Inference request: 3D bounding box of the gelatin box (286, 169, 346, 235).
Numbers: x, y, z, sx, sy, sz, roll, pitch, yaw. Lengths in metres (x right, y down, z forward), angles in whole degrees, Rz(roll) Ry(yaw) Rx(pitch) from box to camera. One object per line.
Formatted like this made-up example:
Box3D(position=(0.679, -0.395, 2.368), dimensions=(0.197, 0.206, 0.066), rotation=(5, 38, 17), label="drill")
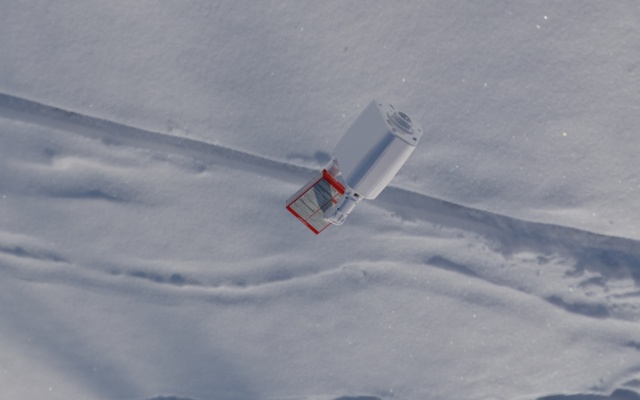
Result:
Box3D(position=(0.000, 0.003, 0.771), dimensions=(0.089, 0.073, 0.030), rotation=(-40, 23, 21), label="gelatin box")
